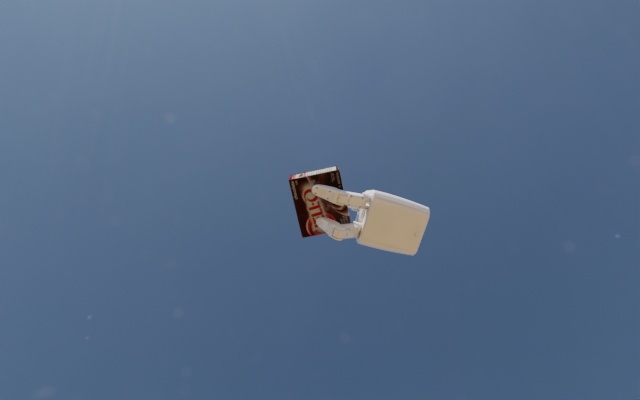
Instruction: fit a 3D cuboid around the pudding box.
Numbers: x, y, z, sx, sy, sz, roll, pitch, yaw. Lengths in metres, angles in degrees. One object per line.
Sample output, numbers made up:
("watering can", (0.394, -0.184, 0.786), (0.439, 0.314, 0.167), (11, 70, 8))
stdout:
("pudding box", (0.000, 0.003, 0.839), (0.090, 0.113, 0.039), (-12, 16, 4))
